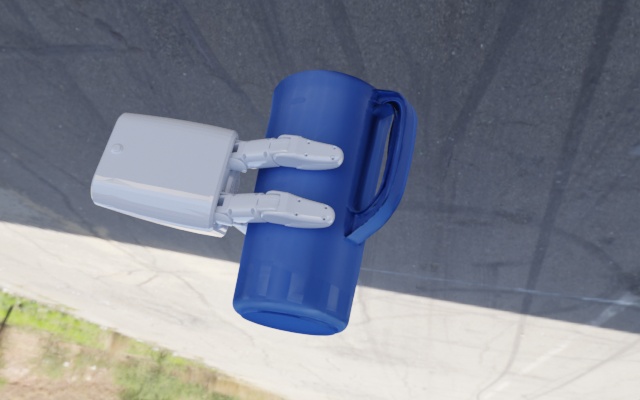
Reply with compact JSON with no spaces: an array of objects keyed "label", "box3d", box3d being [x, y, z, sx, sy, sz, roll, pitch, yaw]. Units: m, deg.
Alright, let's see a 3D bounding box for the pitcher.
[{"label":"pitcher","box3d":[0.000,0.002,0.471,0.145,0.242,0.149,12,-24,-3]}]
